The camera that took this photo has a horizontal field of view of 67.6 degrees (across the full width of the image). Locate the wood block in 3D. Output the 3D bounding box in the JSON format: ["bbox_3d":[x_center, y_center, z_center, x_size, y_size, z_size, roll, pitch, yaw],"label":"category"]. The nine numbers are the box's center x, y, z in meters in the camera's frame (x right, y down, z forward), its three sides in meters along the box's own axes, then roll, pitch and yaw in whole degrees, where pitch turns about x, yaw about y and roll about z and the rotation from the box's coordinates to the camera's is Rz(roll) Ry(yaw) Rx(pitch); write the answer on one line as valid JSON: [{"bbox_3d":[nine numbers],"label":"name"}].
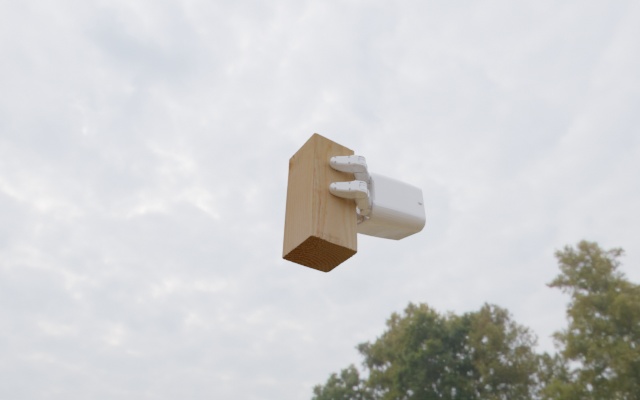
[{"bbox_3d":[0.000,0.003,0.803,0.090,0.206,0.091,22,-41,-26],"label":"wood block"}]
